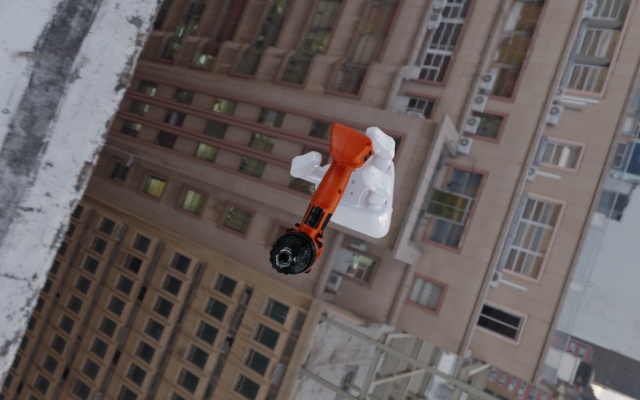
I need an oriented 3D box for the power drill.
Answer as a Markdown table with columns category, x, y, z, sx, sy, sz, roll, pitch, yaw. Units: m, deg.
| category | x | y | z | sx | sy | sz | roll | pitch | yaw |
| --- | --- | --- | --- | --- | --- | --- | --- | --- | --- |
| power drill | 0.000 | 0.002 | 0.590 | 0.057 | 0.187 | 0.184 | 27 | 1 | 4 |
